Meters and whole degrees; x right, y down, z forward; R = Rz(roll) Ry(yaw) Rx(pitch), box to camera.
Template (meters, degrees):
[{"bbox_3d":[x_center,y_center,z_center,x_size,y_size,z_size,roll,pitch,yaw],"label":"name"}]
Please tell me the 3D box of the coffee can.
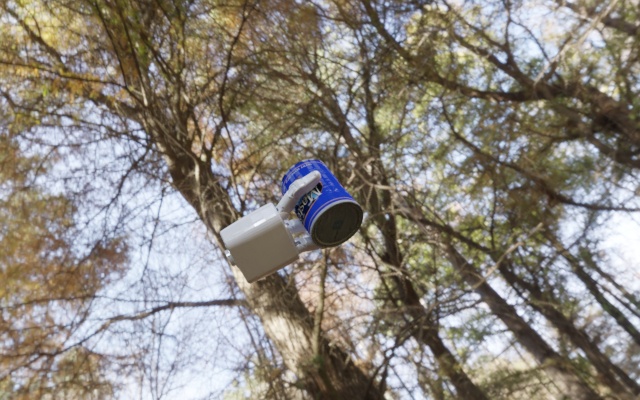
[{"bbox_3d":[0.000,0.003,0.874,0.103,0.103,0.140,0,36,-33],"label":"coffee can"}]
